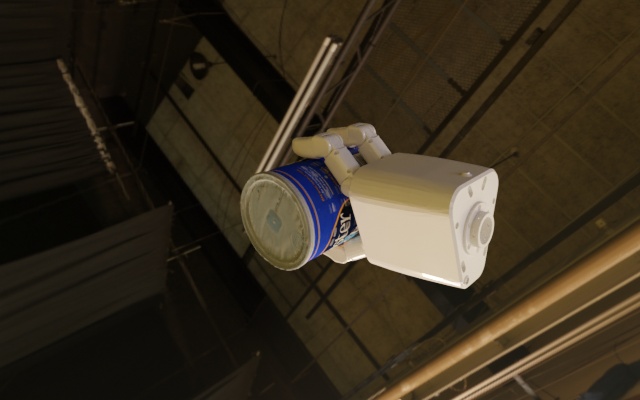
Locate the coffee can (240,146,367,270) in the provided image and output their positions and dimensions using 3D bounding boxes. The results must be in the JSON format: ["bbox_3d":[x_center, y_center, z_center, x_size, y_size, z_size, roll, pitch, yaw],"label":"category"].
[{"bbox_3d":[0.000,0.002,0.518,0.103,0.103,0.140,0,17,45],"label":"coffee can"}]
